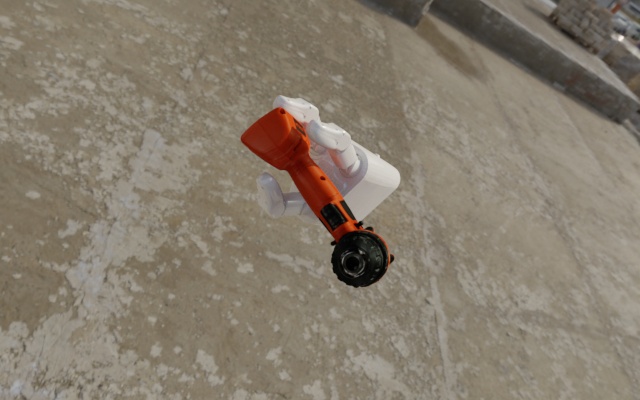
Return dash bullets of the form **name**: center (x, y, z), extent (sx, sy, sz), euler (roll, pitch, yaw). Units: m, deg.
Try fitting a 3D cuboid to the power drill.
- **power drill**: center (0.000, 0.001, 0.468), extent (0.057, 0.187, 0.184), euler (-35, -9, 4)
